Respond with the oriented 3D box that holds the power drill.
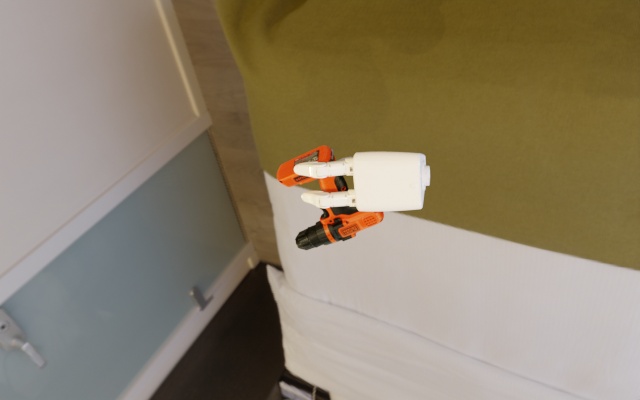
[{"bbox_3d":[0.000,0.002,0.877,0.184,0.188,0.057,-24,34,17],"label":"power drill"}]
